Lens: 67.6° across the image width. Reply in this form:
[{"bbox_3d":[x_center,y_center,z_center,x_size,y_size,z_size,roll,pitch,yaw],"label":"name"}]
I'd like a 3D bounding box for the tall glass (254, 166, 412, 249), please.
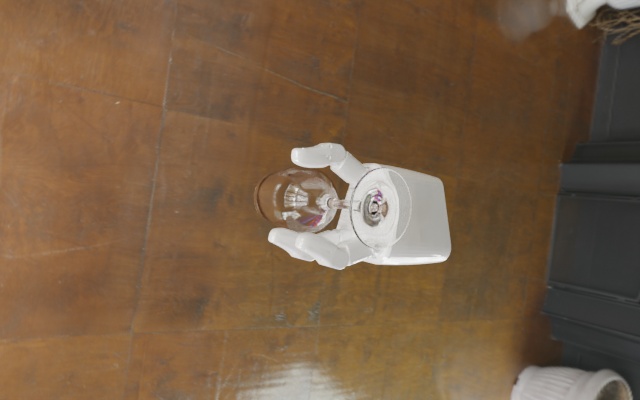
[{"bbox_3d":[0.000,0.002,0.512,0.079,0.079,0.201,0,3,-35],"label":"tall glass"}]
